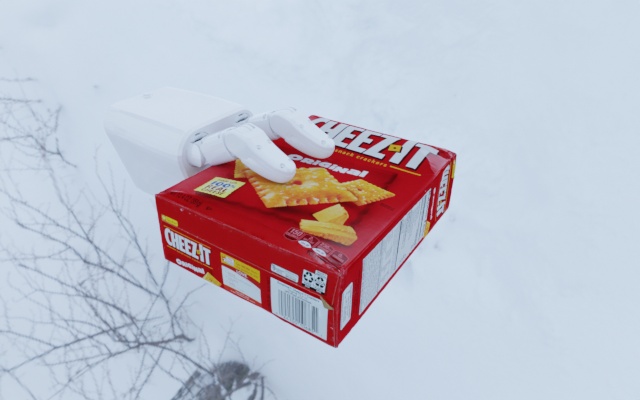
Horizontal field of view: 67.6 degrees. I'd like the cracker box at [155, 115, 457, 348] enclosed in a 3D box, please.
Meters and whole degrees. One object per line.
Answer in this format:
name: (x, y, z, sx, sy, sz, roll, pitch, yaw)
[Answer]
cracker box: (0.000, 0.002, 0.407, 0.164, 0.072, 0.213, 20, 36, 26)
